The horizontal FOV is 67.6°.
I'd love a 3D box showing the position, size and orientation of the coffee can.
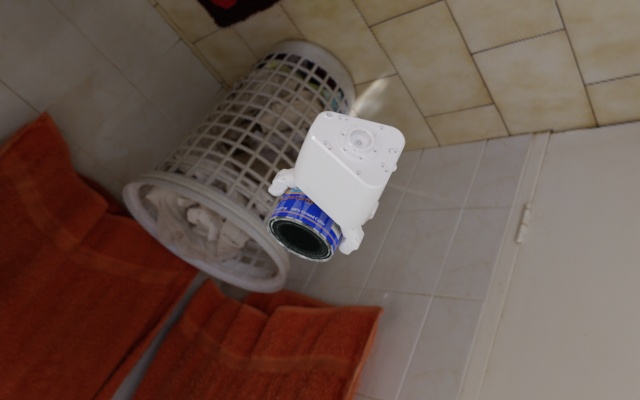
[{"bbox_3d":[0.000,0.002,0.691,0.103,0.140,0.103,21,-30,13],"label":"coffee can"}]
